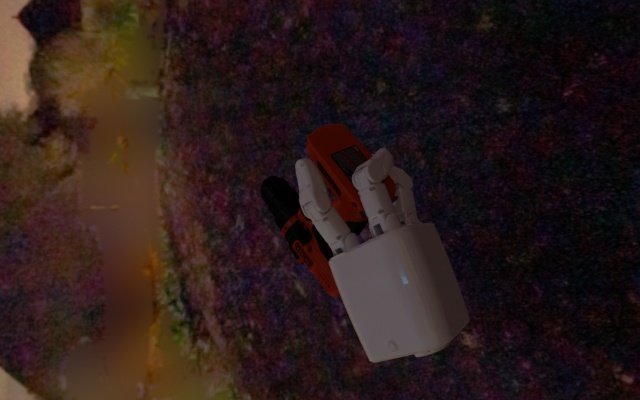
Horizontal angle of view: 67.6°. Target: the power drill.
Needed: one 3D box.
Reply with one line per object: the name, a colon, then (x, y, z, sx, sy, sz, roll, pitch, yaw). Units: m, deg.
power drill: (0.000, 0.002, 0.551, 0.057, 0.184, 0.188, -28, -22, -31)
